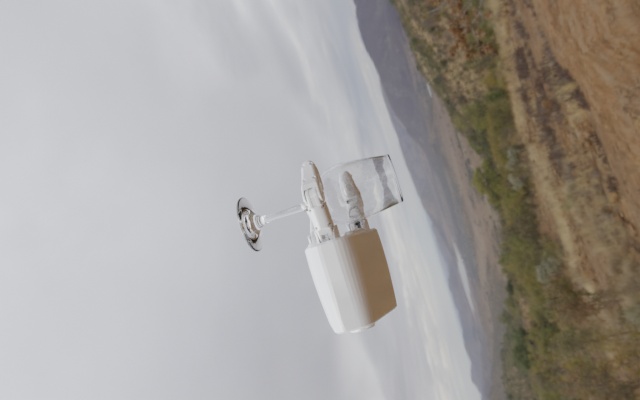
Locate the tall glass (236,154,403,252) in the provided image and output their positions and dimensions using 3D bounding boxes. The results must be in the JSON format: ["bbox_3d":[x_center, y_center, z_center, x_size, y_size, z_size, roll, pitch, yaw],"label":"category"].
[{"bbox_3d":[-0.001,0.002,0.607,0.201,0.079,0.079,-18,-4,11],"label":"tall glass"}]
